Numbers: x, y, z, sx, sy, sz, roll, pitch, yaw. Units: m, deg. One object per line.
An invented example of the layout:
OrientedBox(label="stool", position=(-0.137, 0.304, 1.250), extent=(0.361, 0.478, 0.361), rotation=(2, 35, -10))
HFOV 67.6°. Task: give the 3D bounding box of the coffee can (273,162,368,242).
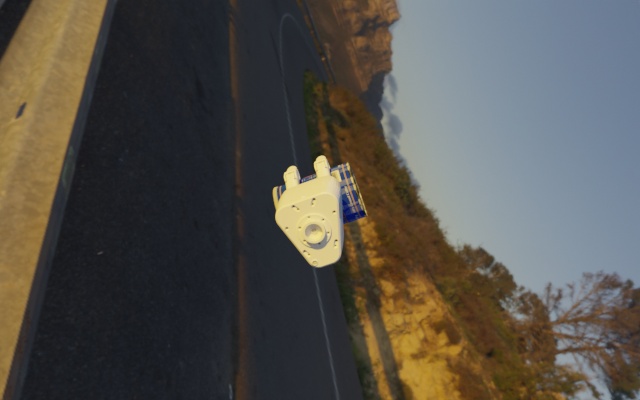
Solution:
OrientedBox(label="coffee can", position=(0.000, 0.003, 0.842), extent=(0.140, 0.103, 0.103), rotation=(-19, -2, 7))
